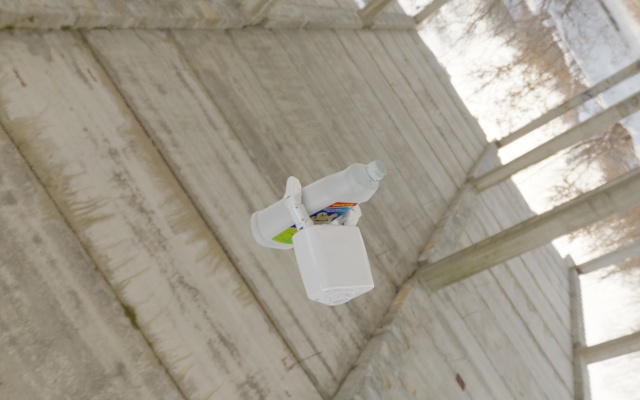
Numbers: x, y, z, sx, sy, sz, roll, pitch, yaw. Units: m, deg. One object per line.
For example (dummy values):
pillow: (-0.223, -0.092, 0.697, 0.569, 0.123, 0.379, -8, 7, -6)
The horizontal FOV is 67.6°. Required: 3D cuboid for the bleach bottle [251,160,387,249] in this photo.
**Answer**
bleach bottle: (0.000, 0.003, 0.811, 0.251, 0.068, 0.102, -32, -31, 32)
